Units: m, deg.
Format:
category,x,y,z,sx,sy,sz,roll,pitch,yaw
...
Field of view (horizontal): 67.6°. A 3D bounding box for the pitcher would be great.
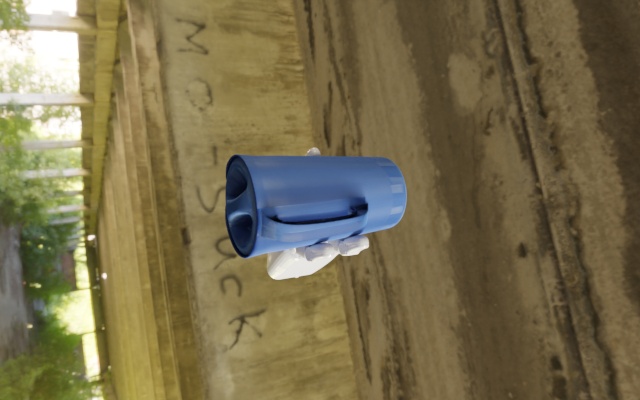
category,x,y,z,sx,sy,sz,roll,pitch,yaw
pitcher,0.000,0.002,0.655,0.243,0.149,0.145,-6,-25,-28
